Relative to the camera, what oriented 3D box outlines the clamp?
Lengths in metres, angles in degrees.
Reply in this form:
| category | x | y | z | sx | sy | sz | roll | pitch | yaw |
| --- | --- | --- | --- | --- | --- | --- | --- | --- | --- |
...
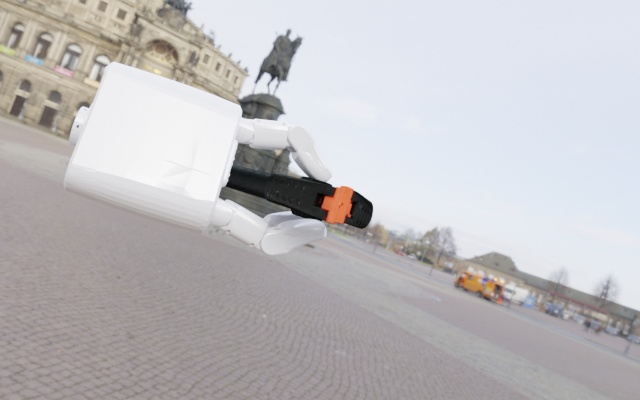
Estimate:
| category | x | y | z | sx | sy | sz | roll | pitch | yaw |
| --- | --- | --- | --- | --- | --- | --- | --- | --- | --- |
| clamp | 0.000 | 0.001 | 0.438 | 0.164 | 0.036 | 0.210 | 17 | -1 | -20 |
